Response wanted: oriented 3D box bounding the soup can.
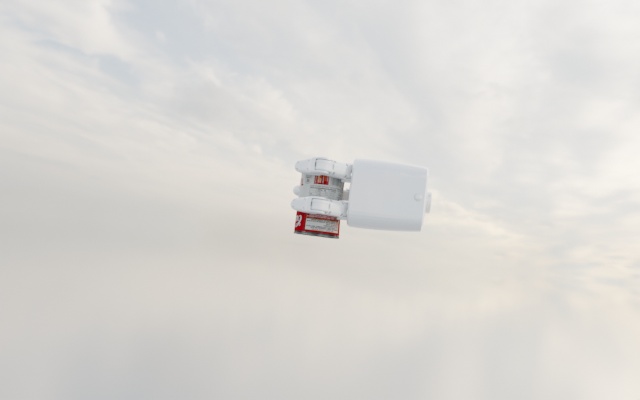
[{"bbox_3d":[0.000,0.002,0.707,0.068,0.102,0.068,7,-5,1],"label":"soup can"}]
